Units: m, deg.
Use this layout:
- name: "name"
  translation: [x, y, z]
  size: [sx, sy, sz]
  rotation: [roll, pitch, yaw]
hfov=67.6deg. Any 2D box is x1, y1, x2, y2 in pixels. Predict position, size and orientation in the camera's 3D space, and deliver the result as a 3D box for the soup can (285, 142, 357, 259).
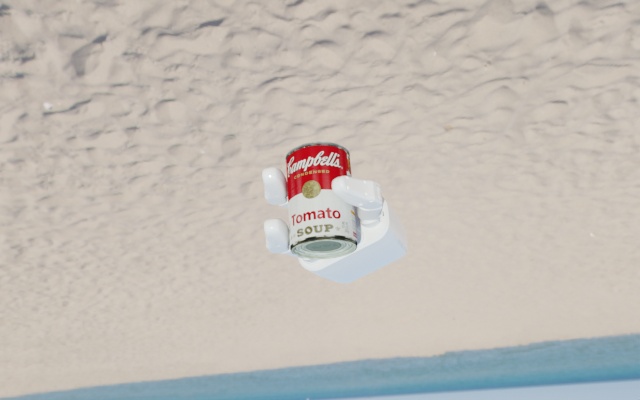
- name: "soup can"
  translation: [0.000, 0.002, 0.482]
  size: [0.068, 0.102, 0.068]
  rotation: [-3, -22, -1]
